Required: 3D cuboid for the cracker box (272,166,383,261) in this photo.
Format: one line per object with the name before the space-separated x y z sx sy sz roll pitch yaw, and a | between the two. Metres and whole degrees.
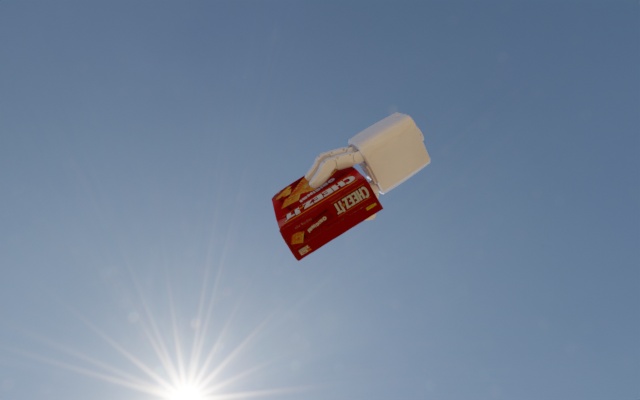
cracker box | 0.000 0.003 0.856 0.164 0.072 0.213 -32 17 0
